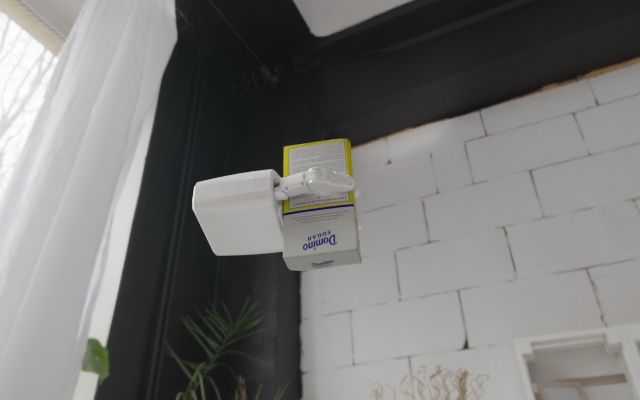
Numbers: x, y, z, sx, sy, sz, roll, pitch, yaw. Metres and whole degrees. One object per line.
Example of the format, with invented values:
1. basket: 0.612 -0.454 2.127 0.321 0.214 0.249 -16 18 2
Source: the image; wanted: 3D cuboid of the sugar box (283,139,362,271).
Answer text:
1. sugar box: 0.000 0.002 0.623 0.093 0.176 0.048 -7 -33 8
